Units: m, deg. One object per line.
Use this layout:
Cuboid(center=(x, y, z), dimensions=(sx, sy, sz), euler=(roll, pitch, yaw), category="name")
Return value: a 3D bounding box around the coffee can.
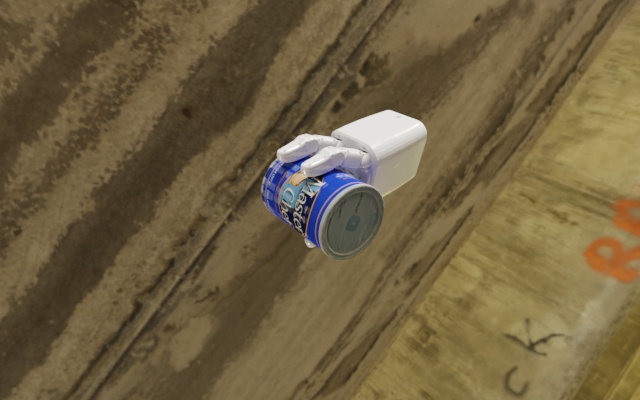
Cuboid(center=(0.000, 0.002, 0.638), dimensions=(0.103, 0.103, 0.140), euler=(0, 23, -41), category="coffee can")
